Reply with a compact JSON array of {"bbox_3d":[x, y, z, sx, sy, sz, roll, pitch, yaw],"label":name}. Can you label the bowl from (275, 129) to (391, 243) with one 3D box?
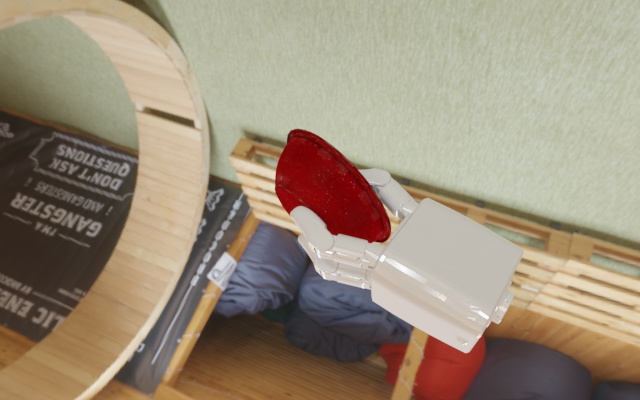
[{"bbox_3d":[-0.001,0.001,0.525,0.055,0.162,0.162,-42,13,-16],"label":"bowl"}]
